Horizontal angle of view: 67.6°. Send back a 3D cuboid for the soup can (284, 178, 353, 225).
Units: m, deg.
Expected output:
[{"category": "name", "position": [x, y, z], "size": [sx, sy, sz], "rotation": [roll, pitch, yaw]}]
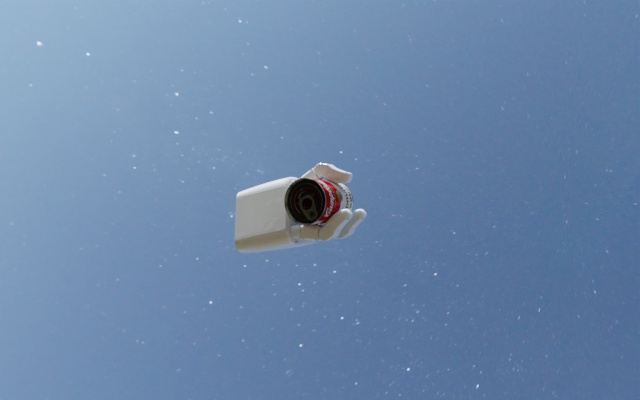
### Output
[{"category": "soup can", "position": [0.001, 0.002, 0.725], "size": [0.068, 0.068, 0.102], "rotation": [0, -1, 27]}]
